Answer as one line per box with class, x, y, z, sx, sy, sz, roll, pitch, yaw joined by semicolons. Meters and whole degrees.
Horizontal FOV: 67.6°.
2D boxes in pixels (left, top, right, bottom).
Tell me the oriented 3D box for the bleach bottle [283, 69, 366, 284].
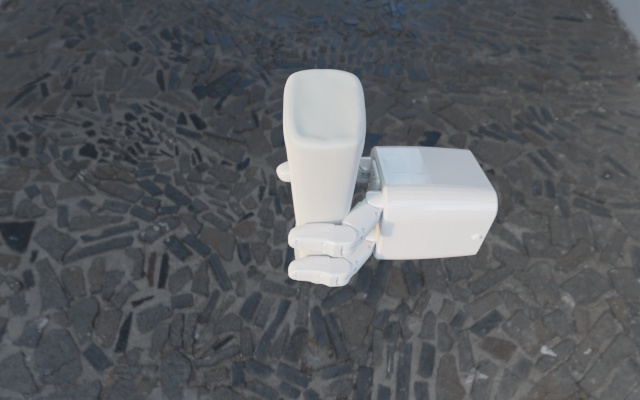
bleach bottle;0.000;0.002;0.482;0.068;0.102;0.251;0;-39;-2
